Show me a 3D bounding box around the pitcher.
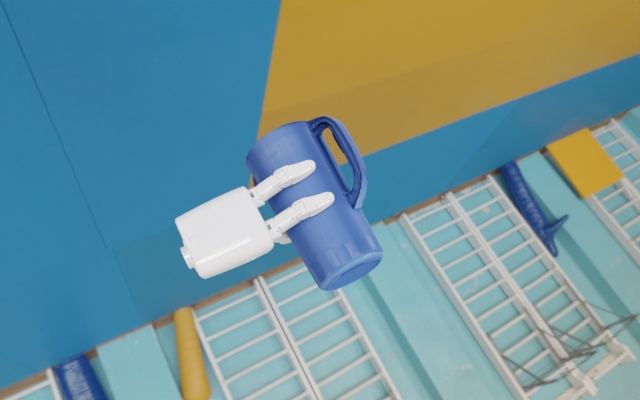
[{"bbox_3d":[0.000,0.002,0.722,0.145,0.242,0.149,-24,-21,-16],"label":"pitcher"}]
